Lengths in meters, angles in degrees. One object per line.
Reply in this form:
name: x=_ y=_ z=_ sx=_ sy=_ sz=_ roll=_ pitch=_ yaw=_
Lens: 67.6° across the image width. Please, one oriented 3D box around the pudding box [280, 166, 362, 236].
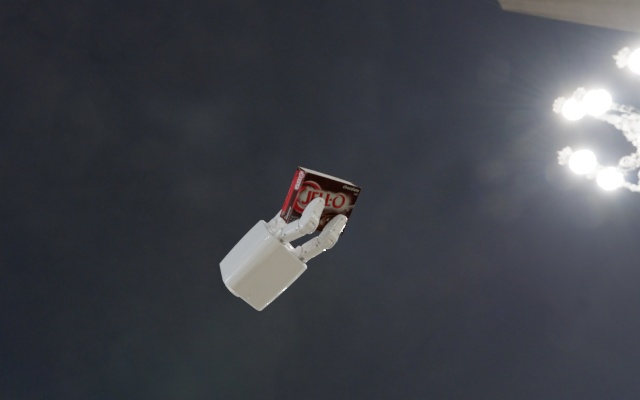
pudding box: x=0.000 y=0.003 z=0.779 sx=0.113 sy=0.090 sz=0.039 roll=13 pitch=15 yaw=-34
